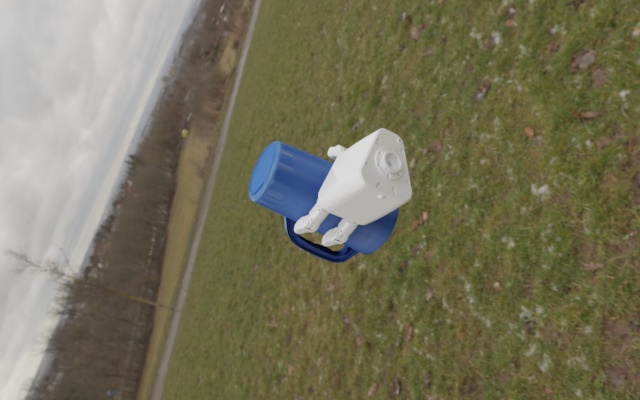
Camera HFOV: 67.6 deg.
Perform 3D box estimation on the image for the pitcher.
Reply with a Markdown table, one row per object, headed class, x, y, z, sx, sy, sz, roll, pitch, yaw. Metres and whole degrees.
| class | x | y | z | sx | sy | sz | roll | pitch | yaw |
| --- | --- | --- | --- | --- | --- | --- | --- | --- | --- |
| pitcher | 0.000 | 0.003 | 0.827 | 0.243 | 0.149 | 0.145 | 23 | -28 | -23 |
